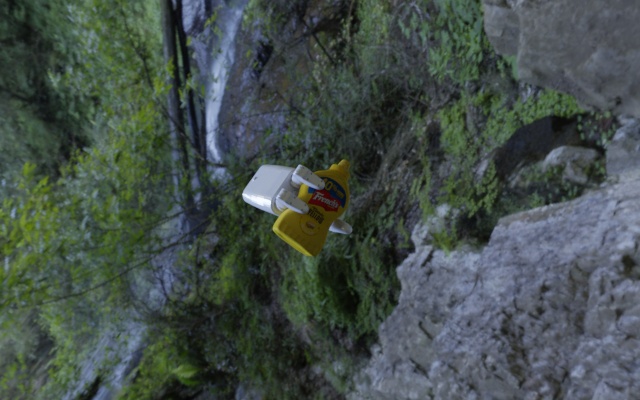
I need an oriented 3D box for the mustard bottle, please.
[{"bbox_3d":[0.000,0.003,0.894,0.096,0.191,0.058,38,-17,-15],"label":"mustard bottle"}]
